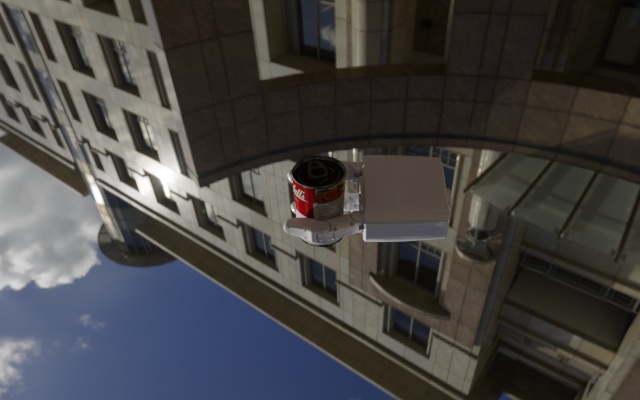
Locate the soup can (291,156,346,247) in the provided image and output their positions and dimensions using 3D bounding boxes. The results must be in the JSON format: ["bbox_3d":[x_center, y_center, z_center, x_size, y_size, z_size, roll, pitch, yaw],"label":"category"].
[{"bbox_3d":[0.000,0.002,0.624,0.068,0.102,0.068,-2,39,2],"label":"soup can"}]
